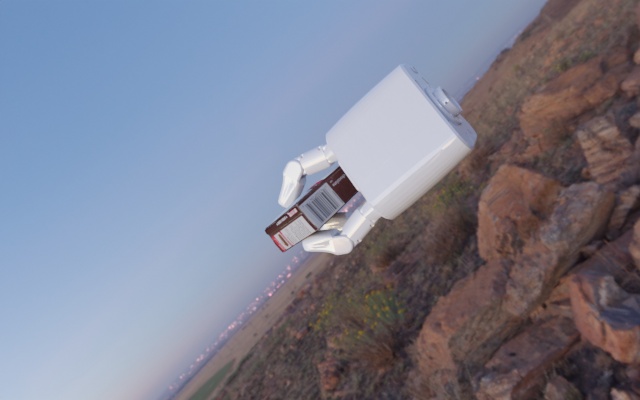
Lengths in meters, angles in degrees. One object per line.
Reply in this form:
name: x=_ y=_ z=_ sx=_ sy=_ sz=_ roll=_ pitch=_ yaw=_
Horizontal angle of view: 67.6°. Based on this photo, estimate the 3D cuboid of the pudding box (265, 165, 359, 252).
pudding box: x=0.000 y=0.002 z=0.537 sx=0.113 sy=0.039 sz=0.090 roll=-40 pitch=1 yaw=-35
